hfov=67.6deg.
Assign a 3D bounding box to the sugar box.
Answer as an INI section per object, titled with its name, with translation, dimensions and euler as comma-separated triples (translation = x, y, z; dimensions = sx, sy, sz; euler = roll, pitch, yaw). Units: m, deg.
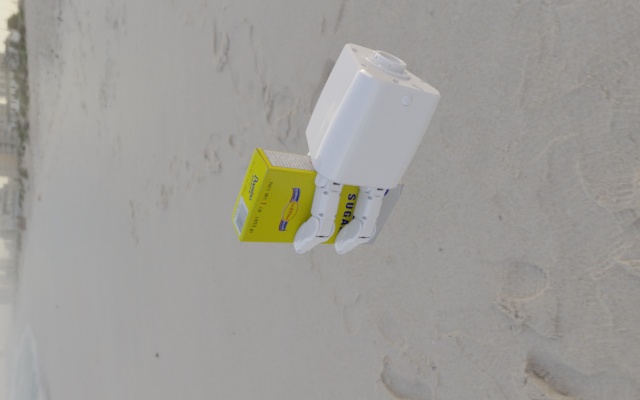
[sugar box]
translation = 0.000, 0.002, 0.522
dimensions = 0.176, 0.093, 0.048
euler = 6, 34, -31
